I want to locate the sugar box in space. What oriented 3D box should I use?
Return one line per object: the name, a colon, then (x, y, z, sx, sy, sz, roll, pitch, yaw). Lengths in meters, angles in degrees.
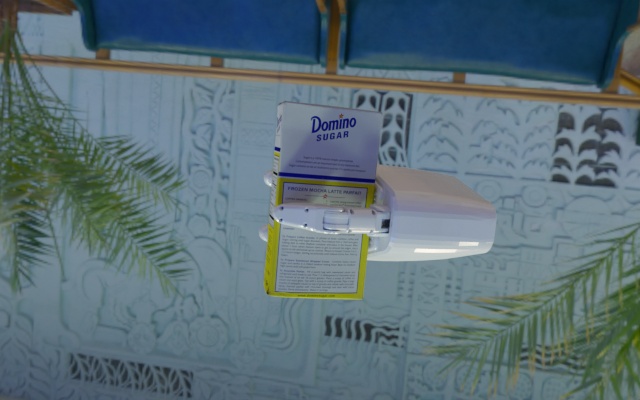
sugar box: (0.000, 0.002, 0.447, 0.093, 0.176, 0.048, 4, 5, -15)
